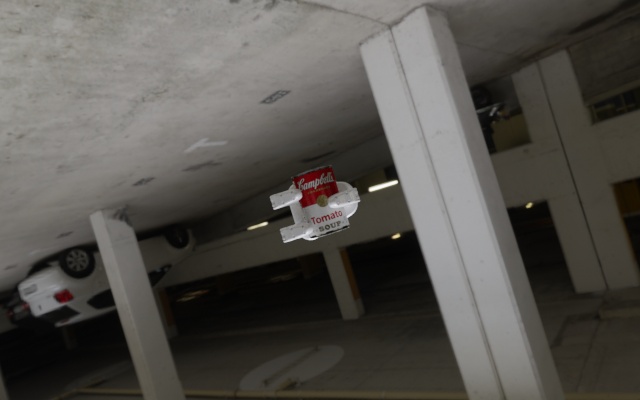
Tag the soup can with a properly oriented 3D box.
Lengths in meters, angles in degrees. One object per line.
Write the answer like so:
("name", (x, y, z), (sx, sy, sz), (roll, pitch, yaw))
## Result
("soup can", (0.000, 0.003, 0.754), (0.068, 0.102, 0.068), (-17, -1, 0))
